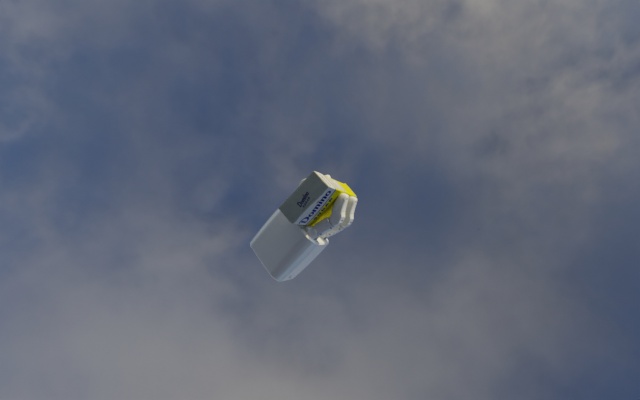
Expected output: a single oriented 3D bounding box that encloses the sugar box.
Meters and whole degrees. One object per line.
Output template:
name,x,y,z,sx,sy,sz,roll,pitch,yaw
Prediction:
sugar box,0.000,0.003,0.880,0.048,0.093,0.176,47,11,15
